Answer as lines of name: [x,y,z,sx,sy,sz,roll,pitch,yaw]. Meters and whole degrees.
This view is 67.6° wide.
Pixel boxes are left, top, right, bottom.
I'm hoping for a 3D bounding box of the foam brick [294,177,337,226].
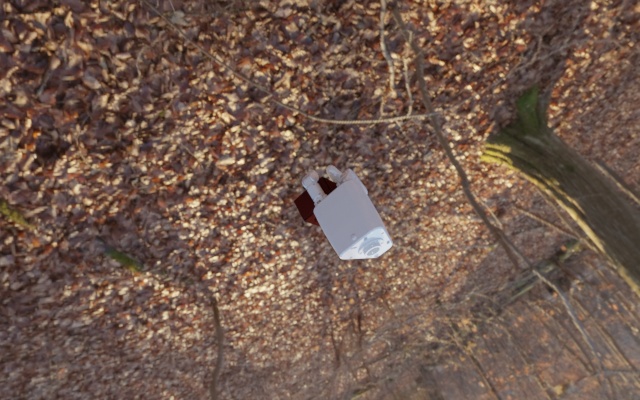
foam brick: [0.000,0.003,0.896,0.078,0.051,0.053,-40,-31,19]
